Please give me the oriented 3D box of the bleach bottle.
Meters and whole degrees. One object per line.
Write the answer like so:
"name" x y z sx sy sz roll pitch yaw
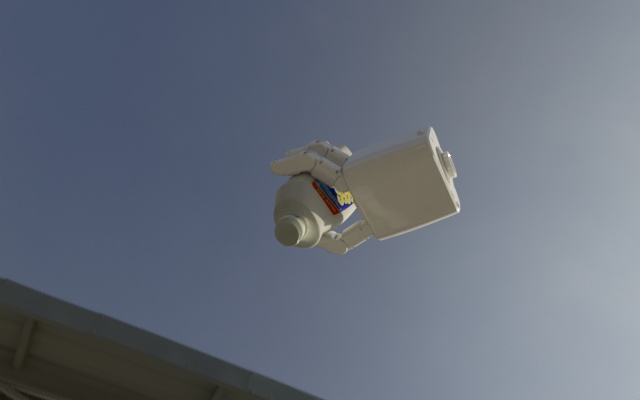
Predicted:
"bleach bottle" 0.000 0.002 0.620 0.068 0.102 0.250 -22 12 22
